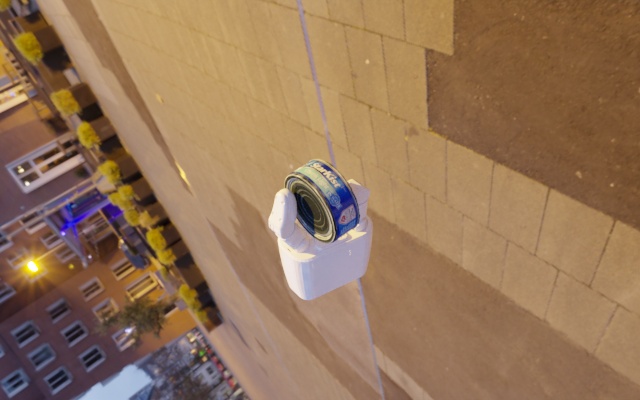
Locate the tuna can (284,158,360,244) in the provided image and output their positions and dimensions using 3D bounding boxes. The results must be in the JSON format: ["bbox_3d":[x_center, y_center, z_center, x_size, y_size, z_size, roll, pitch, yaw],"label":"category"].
[{"bbox_3d":[0.000,0.002,0.498,0.033,0.086,0.086,-33,15,-25],"label":"tuna can"}]
